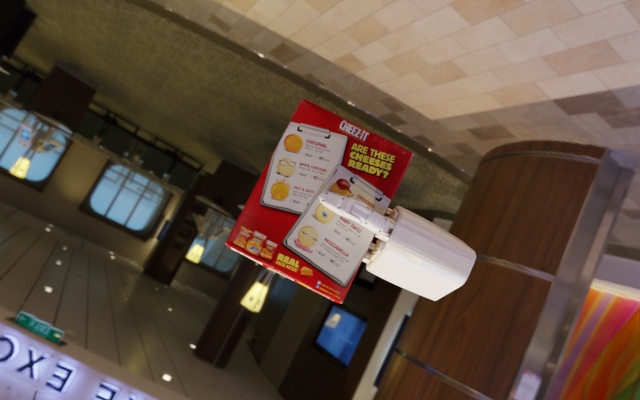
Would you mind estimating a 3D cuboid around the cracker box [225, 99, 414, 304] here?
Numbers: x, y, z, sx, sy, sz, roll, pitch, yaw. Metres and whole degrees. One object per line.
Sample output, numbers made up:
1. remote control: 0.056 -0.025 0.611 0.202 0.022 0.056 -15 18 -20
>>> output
1. cracker box: 0.000 0.002 0.627 0.164 0.213 0.072 27 -10 1
